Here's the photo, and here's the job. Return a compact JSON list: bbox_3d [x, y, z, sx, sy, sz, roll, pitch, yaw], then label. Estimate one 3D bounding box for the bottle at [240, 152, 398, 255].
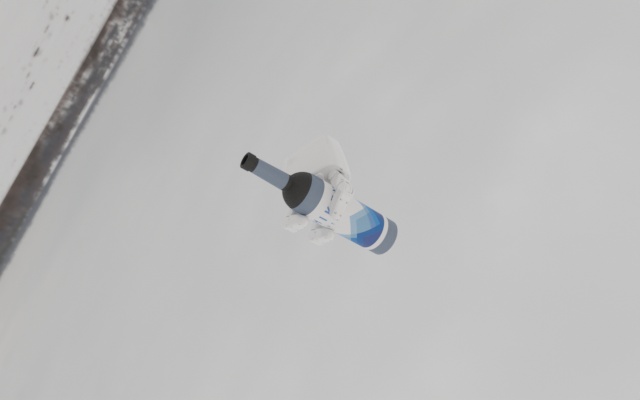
[{"bbox_3d":[0.000,0.003,0.784,0.296,0.069,0.069,29,-15,-27],"label":"bottle"}]
